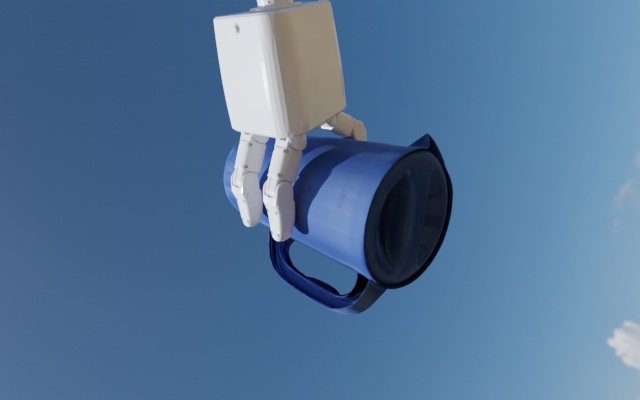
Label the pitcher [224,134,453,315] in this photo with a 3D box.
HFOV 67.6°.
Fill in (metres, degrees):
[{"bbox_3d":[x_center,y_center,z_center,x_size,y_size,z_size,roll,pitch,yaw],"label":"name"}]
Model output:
[{"bbox_3d":[0.000,0.001,0.508,0.149,0.145,0.243,-29,32,-36],"label":"pitcher"}]
